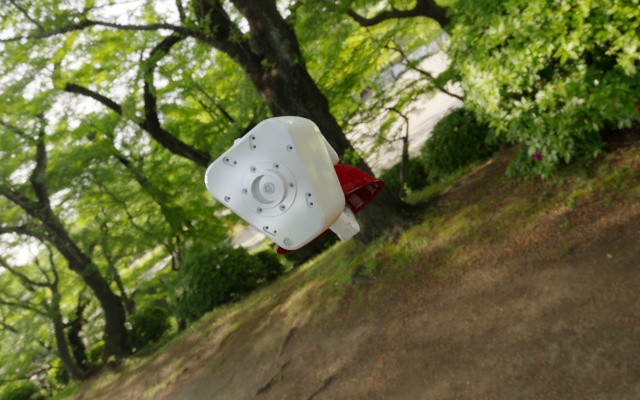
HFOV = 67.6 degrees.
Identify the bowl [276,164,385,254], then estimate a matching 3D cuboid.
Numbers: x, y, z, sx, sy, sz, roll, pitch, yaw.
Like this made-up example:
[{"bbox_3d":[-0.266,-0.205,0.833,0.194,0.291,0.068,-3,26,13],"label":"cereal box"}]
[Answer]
[{"bbox_3d":[0.000,0.002,0.608,0.162,0.055,0.162,-32,-13,-8],"label":"bowl"}]
